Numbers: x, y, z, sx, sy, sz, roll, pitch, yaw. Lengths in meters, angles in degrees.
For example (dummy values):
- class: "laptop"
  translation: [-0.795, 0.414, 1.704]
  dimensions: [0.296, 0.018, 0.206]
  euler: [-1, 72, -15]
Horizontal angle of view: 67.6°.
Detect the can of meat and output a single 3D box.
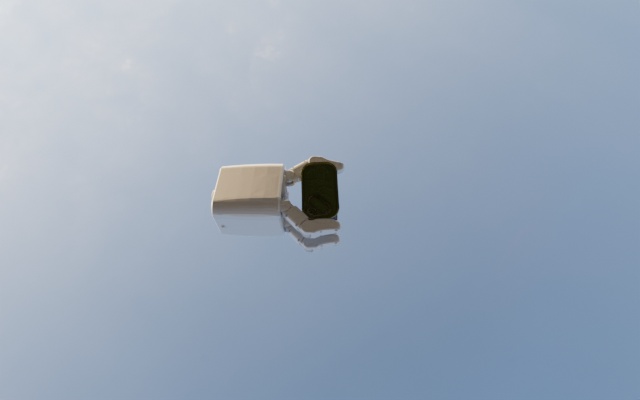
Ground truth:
- class: "can of meat"
  translation: [0.000, 0.003, 0.773]
  dimensions: [0.057, 0.102, 0.084]
  euler: [-3, -28, 0]
